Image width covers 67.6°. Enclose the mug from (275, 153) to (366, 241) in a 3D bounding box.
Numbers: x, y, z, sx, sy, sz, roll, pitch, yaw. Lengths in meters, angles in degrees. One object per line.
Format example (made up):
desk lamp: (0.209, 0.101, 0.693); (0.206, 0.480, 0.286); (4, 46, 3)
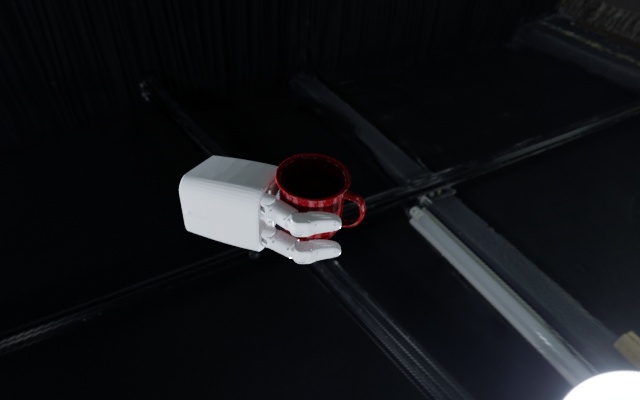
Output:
mug: (0.001, 0.002, 0.610); (0.117, 0.082, 0.093); (14, 43, 10)
